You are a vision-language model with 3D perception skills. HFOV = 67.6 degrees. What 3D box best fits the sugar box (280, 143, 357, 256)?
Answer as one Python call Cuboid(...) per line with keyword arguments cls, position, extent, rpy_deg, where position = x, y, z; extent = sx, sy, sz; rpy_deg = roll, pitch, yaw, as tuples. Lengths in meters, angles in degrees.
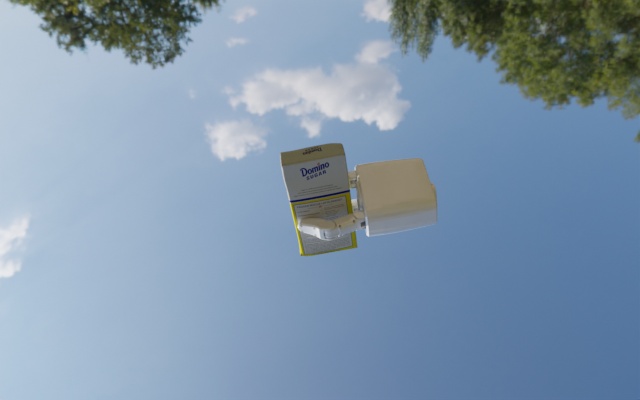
Cuboid(cls="sugar box", position=(0.000, 0.002, 0.722), extent=(0.093, 0.176, 0.048), rpy_deg=(-10, 34, -1))
